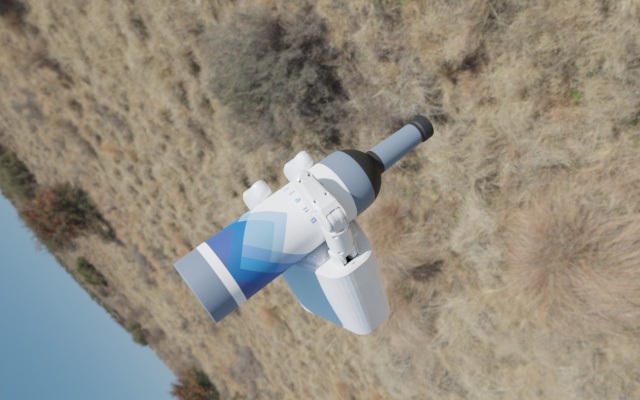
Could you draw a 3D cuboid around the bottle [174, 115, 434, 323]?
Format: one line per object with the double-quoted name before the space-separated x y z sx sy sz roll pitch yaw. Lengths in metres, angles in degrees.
"bottle" 0.000 0.002 0.474 0.295 0.069 0.069 -36 12 -17
